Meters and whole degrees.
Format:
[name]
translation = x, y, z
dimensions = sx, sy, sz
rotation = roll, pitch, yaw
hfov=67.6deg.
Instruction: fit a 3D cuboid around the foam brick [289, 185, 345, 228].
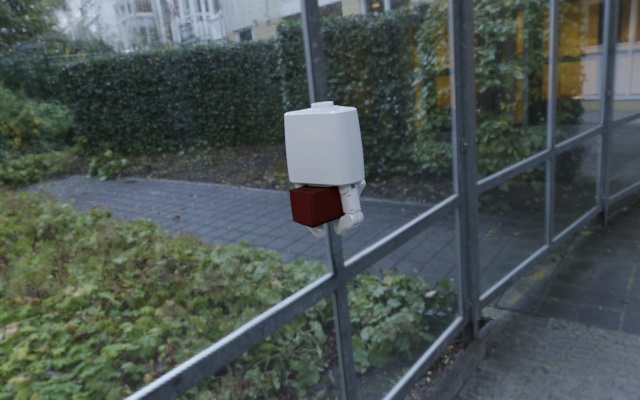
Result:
[foam brick]
translation = 0.000, 0.003, 0.717
dimensions = 0.078, 0.051, 0.053
rotation = -18, 20, -36
